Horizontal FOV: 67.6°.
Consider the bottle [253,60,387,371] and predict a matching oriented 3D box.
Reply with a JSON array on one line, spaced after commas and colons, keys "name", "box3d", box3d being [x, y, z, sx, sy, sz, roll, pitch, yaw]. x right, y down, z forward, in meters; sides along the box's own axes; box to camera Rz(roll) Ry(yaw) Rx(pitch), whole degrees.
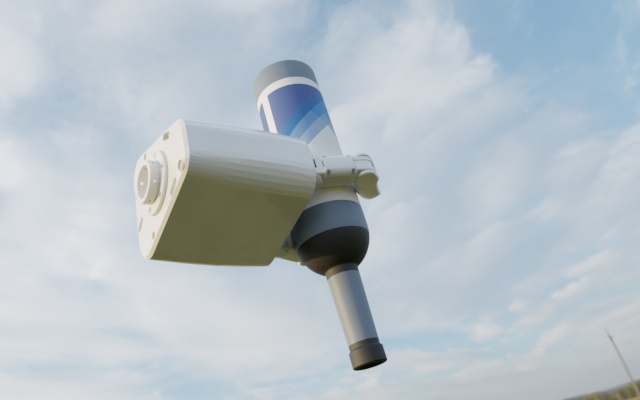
[{"name": "bottle", "box3d": [0.000, 0.001, 0.431, 0.069, 0.295, 0.069, -13, -28, -7]}]
